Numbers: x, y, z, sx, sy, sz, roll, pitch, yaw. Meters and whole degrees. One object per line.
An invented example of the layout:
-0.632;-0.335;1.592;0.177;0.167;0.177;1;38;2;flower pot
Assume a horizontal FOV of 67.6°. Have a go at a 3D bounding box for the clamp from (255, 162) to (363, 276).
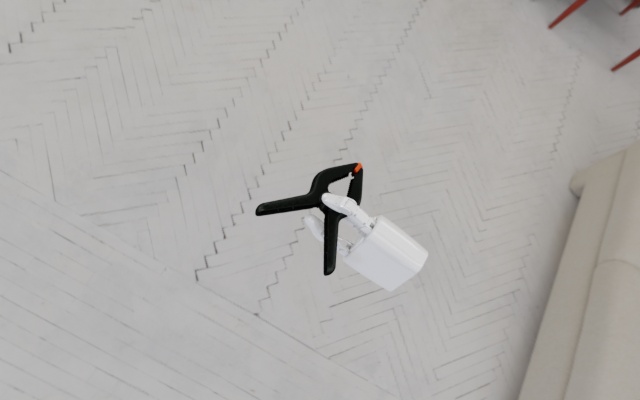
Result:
0.001;0.002;0.825;0.164;0.210;0.036;36;-27;-3;clamp
